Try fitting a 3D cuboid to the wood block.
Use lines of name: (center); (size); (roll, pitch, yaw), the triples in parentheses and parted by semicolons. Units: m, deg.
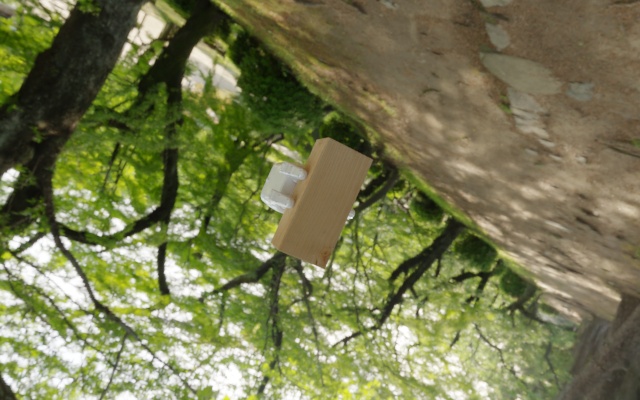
wood block: (0.000, 0.003, 0.842); (0.091, 0.206, 0.090); (24, -2, -15)
